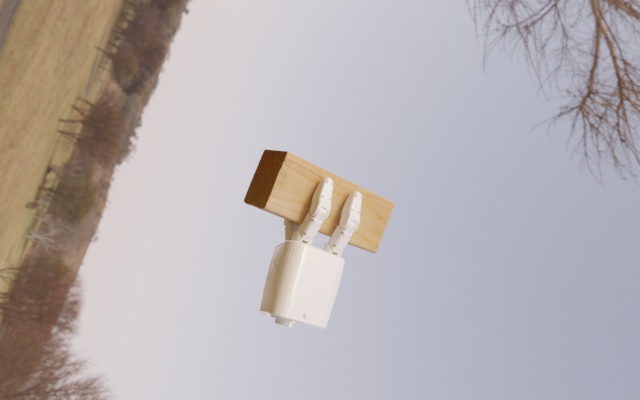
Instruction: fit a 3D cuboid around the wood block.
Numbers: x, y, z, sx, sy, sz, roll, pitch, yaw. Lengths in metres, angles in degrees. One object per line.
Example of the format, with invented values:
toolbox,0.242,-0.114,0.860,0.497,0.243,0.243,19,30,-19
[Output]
wood block,0.000,0.003,0.744,0.206,0.090,0.091,24,-5,-29
